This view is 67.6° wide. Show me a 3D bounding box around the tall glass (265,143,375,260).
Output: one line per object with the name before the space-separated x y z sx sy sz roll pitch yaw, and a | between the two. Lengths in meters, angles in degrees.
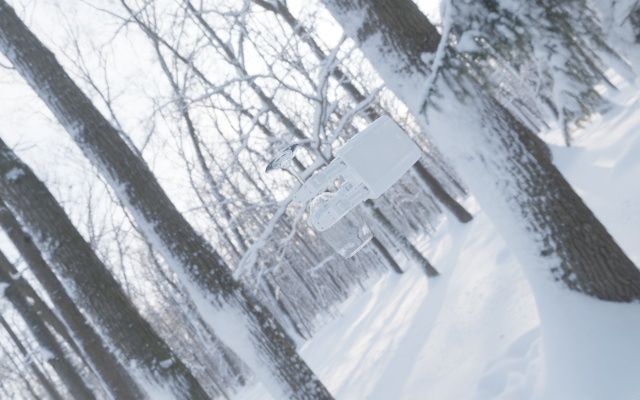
tall glass | 0.000 0.002 0.787 0.079 0.201 0.079 -40 -9 -8
